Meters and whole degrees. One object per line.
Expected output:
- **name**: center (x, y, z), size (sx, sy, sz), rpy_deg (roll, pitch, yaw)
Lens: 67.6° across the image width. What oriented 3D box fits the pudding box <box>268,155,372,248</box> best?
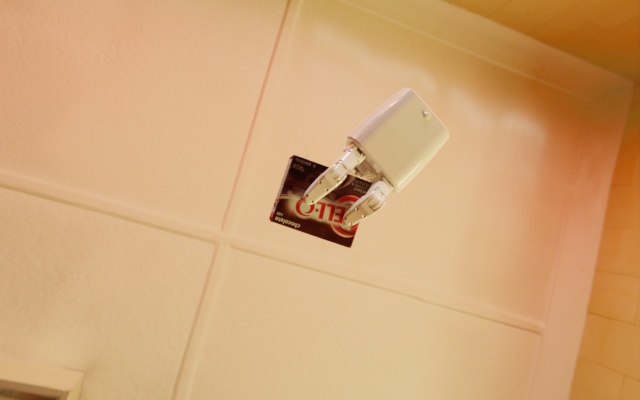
- **pudding box**: center (0.000, 0.002, 0.618), size (0.113, 0.090, 0.039), rpy_deg (19, -3, -10)
